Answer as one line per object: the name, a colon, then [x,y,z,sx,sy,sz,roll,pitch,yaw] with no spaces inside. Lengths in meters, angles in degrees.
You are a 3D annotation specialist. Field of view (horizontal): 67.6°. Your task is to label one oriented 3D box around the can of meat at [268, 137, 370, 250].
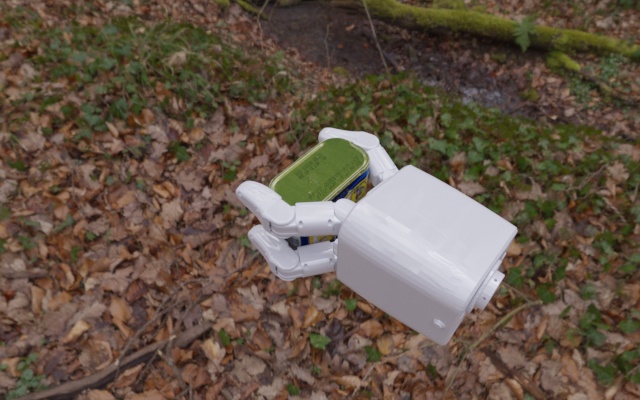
can of meat: [0.000,0.001,0.443,0.057,0.084,0.102,36,60,24]
